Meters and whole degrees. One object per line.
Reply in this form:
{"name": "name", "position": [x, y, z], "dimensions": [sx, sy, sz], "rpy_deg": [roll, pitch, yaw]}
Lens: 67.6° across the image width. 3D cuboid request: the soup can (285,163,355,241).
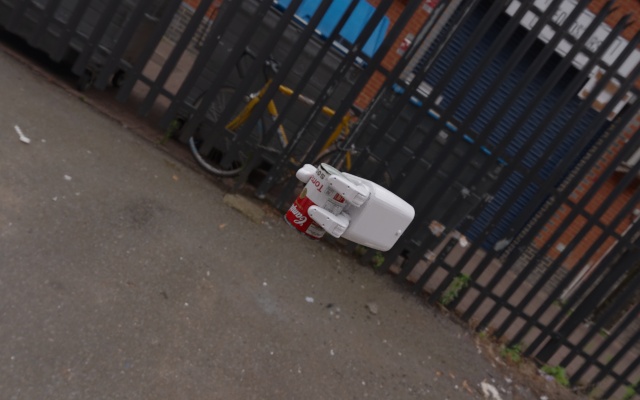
{"name": "soup can", "position": [0.000, 0.002, 0.737], "dimensions": [0.068, 0.102, 0.068], "rpy_deg": [33, 14, -9]}
